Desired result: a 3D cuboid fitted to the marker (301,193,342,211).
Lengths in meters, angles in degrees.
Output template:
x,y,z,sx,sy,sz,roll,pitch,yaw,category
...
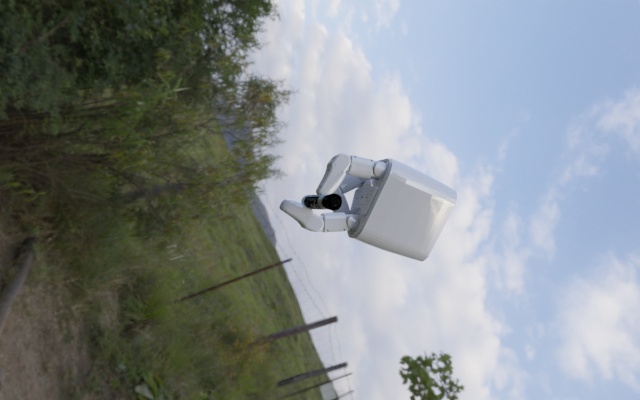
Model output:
x,y,z,sx,sy,sz,roll,pitch,yaw,category
0.000,0.002,0.563,0.020,0.020,0.121,0,0,-16,marker
